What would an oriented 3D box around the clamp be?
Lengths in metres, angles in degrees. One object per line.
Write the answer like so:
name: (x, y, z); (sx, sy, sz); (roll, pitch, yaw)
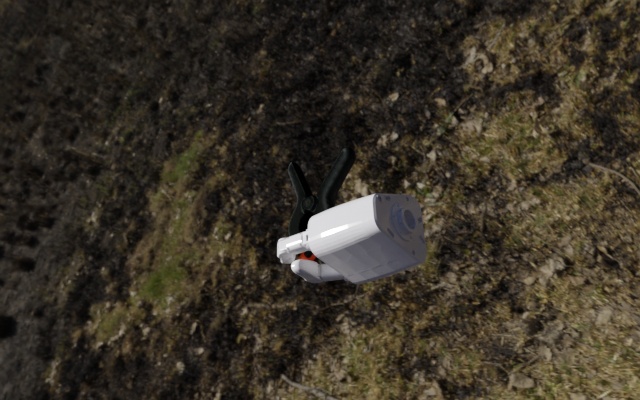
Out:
clamp: (0.000, 0.002, 0.680); (0.120, 0.171, 0.039); (-24, -33, 38)
